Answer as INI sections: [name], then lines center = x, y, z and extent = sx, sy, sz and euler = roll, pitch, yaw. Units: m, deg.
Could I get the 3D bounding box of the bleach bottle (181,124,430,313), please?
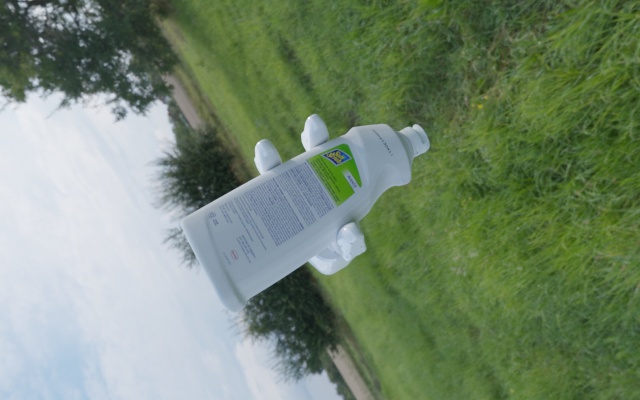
[bleach bottle]
center = 0.000, 0.001, 0.466
extent = 0.251, 0.102, 0.068
euler = -29, -16, -10
